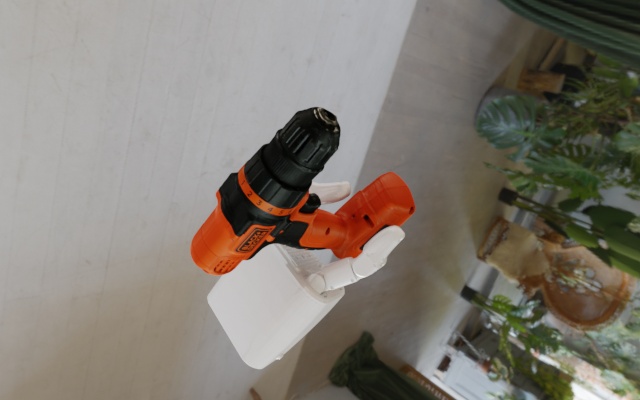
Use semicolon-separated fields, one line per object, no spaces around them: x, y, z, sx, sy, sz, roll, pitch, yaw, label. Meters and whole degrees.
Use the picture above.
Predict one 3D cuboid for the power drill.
0.000;0.002;0.427;0.187;0.057;0.184;8;-41;-44;power drill
